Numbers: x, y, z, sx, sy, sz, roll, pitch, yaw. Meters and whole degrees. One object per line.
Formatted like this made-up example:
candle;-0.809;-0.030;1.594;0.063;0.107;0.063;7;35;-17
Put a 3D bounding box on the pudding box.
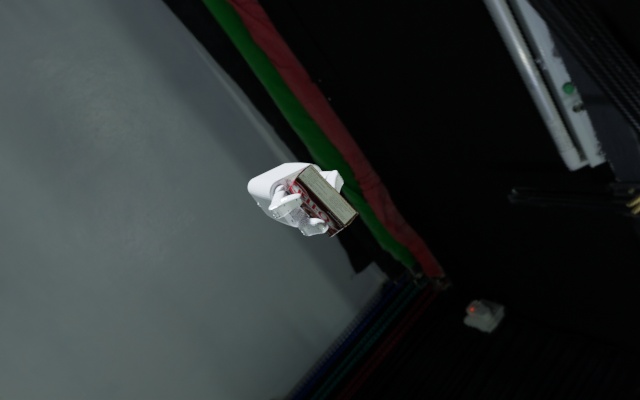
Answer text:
pudding box;0.000;0.002;0.785;0.039;0.113;0.090;-46;0;-20
